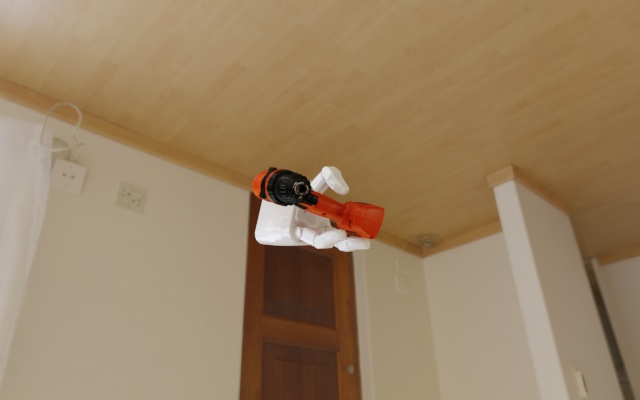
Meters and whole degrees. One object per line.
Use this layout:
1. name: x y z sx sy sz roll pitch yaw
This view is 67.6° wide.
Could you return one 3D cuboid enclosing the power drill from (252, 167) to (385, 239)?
1. power drill: 0.000 0.003 0.721 0.188 0.057 0.184 23 -4 -22
